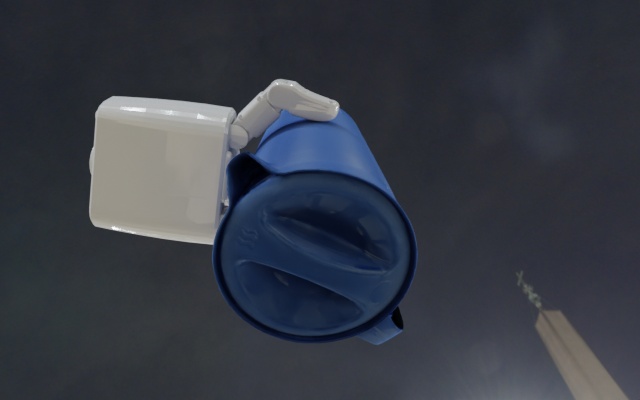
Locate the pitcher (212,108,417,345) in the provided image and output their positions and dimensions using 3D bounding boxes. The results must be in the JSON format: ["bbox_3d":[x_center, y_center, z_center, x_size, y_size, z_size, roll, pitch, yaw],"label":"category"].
[{"bbox_3d":[0.000,0.001,0.416,0.145,0.149,0.242,6,25,-4],"label":"pitcher"}]
